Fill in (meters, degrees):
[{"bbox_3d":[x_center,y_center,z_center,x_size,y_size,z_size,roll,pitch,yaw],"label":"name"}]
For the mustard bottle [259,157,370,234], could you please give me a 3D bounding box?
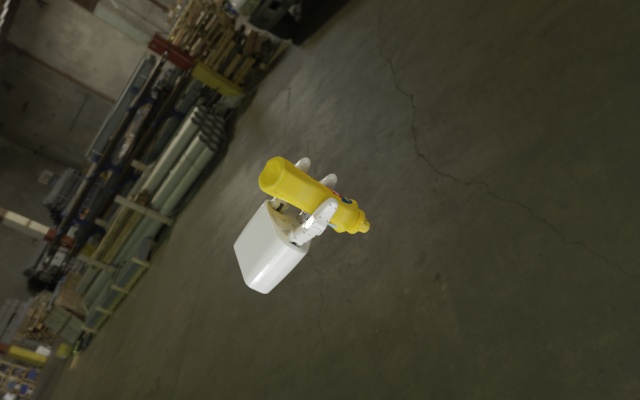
[{"bbox_3d":[0.000,0.002,0.746,0.192,0.058,0.096,30,-1,-24],"label":"mustard bottle"}]
